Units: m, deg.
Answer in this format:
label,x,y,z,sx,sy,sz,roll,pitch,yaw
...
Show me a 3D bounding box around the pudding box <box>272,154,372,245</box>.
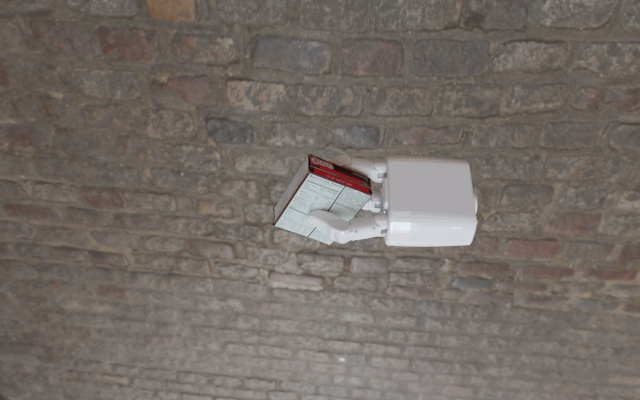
label,x,y,z,sx,sy,sz,roll,pitch,yaw
pudding box,0.000,0.002,0.616,0.090,0.039,0.113,21,-50,-19
